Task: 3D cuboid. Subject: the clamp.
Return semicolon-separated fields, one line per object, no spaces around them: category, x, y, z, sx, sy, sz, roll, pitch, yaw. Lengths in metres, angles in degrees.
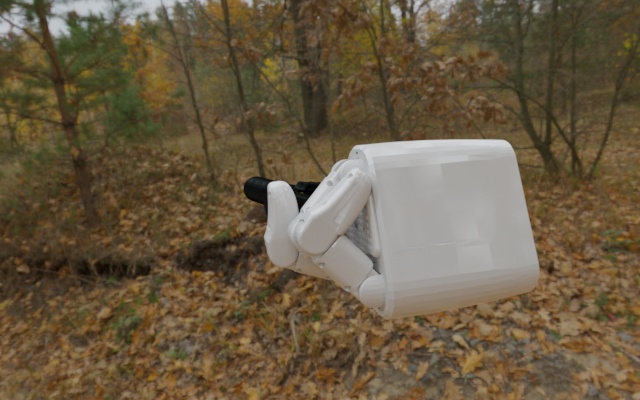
clamp;0.000;0.001;0.421;0.120;0.039;0.171;-3;11;-15
